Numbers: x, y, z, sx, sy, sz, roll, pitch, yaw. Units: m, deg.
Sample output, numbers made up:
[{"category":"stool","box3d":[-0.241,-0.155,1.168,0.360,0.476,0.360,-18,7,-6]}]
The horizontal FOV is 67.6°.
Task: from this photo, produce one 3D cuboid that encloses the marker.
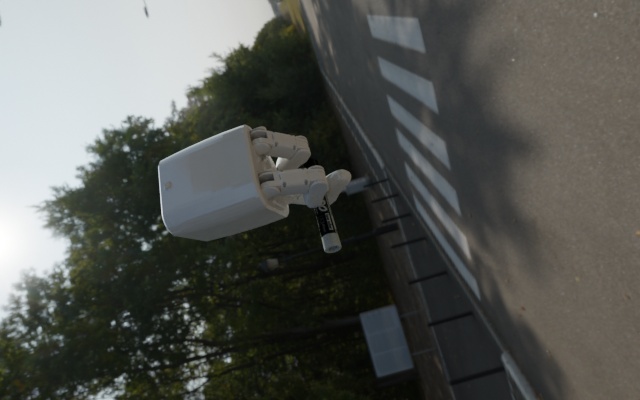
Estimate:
[{"category":"marker","box3d":[0.000,0.002,0.540,0.020,0.121,0.020,-11,-30,-7]}]
